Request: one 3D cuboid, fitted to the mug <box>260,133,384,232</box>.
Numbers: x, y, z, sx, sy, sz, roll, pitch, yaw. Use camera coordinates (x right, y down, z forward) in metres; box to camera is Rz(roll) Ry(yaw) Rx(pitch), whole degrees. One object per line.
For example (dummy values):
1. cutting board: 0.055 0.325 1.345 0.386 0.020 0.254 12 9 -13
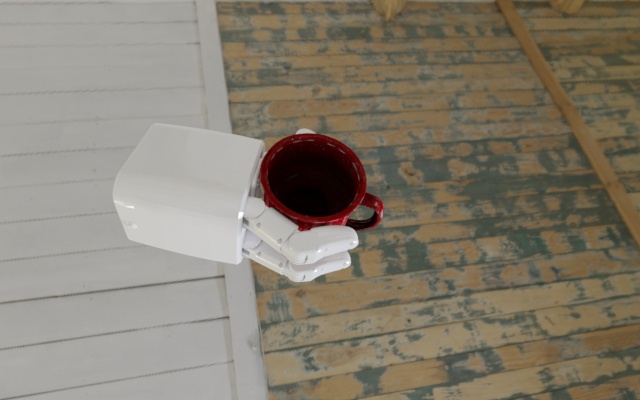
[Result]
1. mug: 0.001 0.002 0.444 0.117 0.093 0.081 13 -33 -3
